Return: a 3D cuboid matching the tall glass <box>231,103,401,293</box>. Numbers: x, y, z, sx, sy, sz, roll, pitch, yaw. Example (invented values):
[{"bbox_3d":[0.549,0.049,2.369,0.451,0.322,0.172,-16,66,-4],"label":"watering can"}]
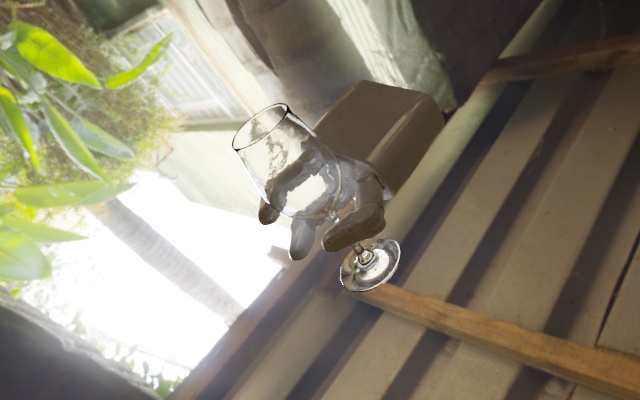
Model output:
[{"bbox_3d":[0.000,0.002,0.466,0.079,0.079,0.201,0,-42,47],"label":"tall glass"}]
